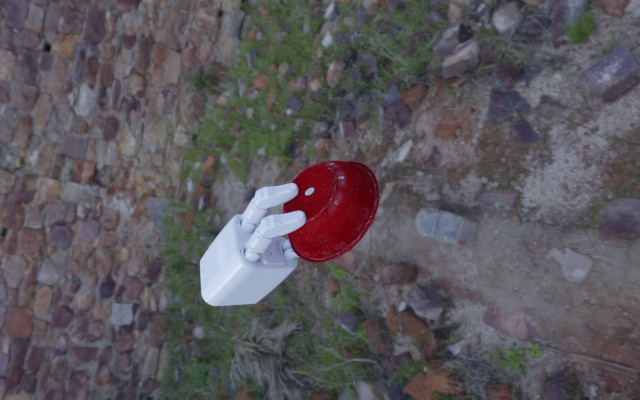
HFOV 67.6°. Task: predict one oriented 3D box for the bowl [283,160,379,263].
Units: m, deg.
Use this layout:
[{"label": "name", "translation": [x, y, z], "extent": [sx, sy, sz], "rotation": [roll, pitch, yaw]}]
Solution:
[{"label": "bowl", "translation": [0.001, 0.001, 0.666], "extent": [0.162, 0.162, 0.055], "rotation": [0, -28, 43]}]
